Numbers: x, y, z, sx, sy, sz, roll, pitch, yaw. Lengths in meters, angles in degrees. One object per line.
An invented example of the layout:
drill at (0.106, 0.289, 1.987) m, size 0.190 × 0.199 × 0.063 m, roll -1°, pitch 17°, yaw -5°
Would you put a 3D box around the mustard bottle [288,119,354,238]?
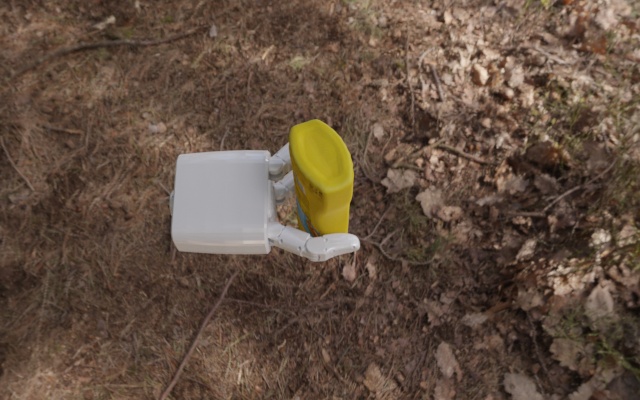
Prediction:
mustard bottle at (0.000, 0.002, 0.560) m, size 0.058 × 0.096 × 0.192 m, roll -22°, pitch -30°, yaw -13°
